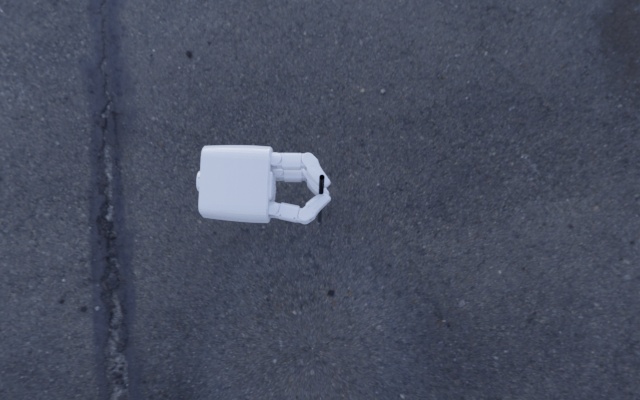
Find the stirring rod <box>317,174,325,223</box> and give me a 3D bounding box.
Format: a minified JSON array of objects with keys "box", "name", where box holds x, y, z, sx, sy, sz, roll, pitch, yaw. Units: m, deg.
[{"box":[0.000,0.003,0.787,0.011,0.011,0.240,0,-17,-1],"name":"stirring rod"}]
